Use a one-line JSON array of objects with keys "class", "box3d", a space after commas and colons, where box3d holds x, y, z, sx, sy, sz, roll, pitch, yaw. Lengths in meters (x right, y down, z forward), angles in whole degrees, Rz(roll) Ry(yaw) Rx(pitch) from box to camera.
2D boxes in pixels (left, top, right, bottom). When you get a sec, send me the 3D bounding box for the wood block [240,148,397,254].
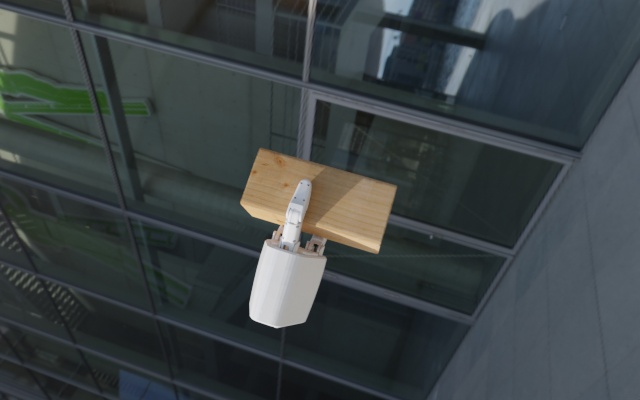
[{"class": "wood block", "box3d": [0.000, 0.003, 0.709, 0.206, 0.090, 0.091, 16, -13, 8]}]
